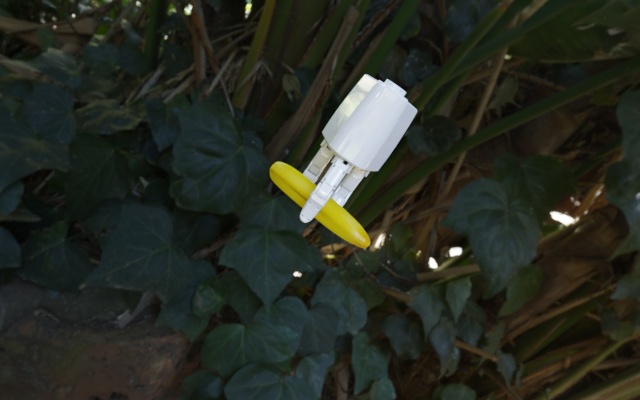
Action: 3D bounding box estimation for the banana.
[{"bbox_3d":[-0.009,-0.002,0.680,0.197,0.037,0.069,40,7,22],"label":"banana"}]
